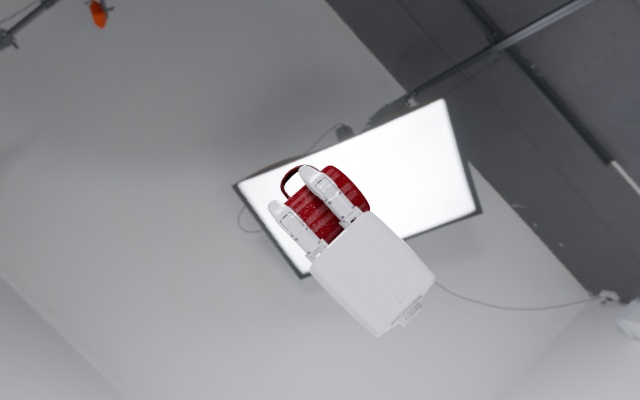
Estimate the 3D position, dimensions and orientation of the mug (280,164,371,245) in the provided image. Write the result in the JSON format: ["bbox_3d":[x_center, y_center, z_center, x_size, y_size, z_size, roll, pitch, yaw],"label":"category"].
[{"bbox_3d":[-0.001,0.001,0.598,0.081,0.117,0.093,-42,-18,-7],"label":"mug"}]
